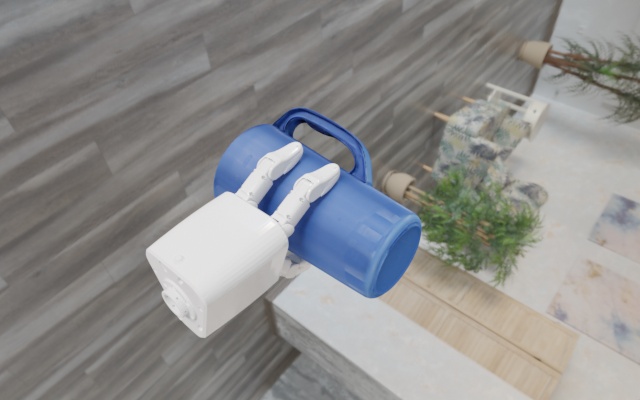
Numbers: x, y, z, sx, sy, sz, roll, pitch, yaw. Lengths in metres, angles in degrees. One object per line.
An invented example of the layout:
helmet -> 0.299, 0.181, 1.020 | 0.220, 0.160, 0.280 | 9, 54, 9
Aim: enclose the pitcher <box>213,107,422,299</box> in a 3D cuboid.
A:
pitcher -> 0.000, 0.002, 0.580 | 0.242, 0.149, 0.145 | 31, 49, 29
